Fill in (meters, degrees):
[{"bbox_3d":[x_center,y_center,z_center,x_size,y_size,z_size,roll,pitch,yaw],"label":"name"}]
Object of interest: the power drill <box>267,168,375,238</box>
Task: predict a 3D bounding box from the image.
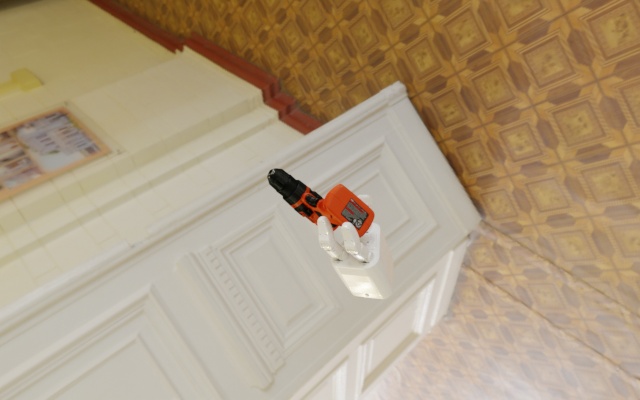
[{"bbox_3d":[0.001,0.003,0.891,0.184,0.057,0.187,39,-13,-25],"label":"power drill"}]
